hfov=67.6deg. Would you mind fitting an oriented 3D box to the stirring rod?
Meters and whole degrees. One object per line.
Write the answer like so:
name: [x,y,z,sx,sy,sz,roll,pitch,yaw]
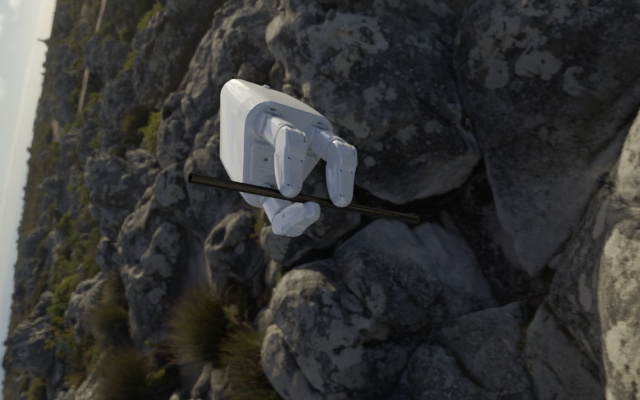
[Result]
stirring rod: [0.000,0.001,0.429,0.239,0.011,0.011,11,-6,-33]
